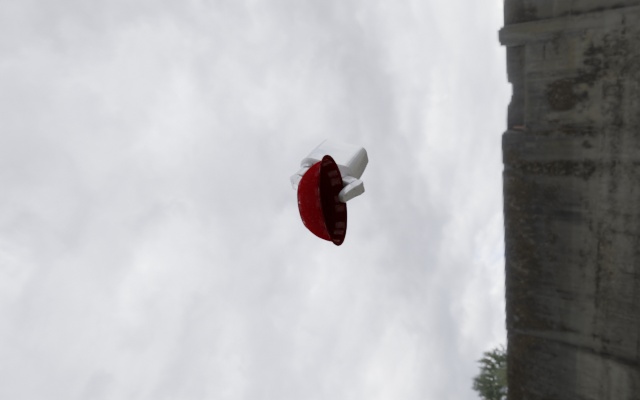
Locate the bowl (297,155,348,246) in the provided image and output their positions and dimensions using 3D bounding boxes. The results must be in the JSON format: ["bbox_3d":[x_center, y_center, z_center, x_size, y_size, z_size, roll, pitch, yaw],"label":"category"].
[{"bbox_3d":[-0.001,0.003,0.840,0.055,0.162,0.162,-8,-2,17],"label":"bowl"}]
